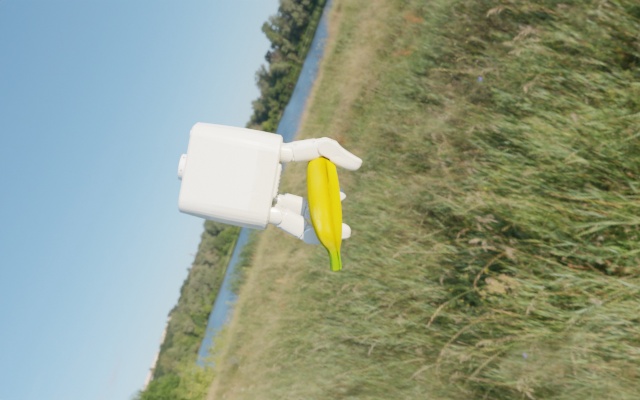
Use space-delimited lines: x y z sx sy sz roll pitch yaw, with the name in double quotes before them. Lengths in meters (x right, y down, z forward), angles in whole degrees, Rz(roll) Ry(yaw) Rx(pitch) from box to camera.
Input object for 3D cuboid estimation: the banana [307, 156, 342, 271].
"banana" 0.002 -0.010 0.568 0.037 0.070 0.197 1 40 -5
